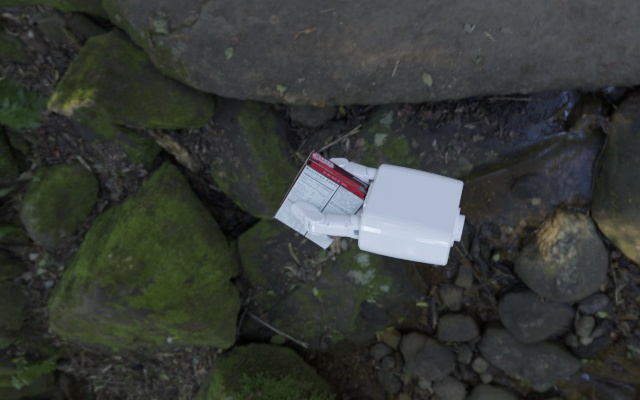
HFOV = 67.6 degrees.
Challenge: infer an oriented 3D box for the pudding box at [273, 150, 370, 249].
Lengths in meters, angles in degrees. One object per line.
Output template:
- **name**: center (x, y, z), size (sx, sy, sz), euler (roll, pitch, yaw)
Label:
- **pudding box**: center (0.000, 0.002, 0.628), size (0.090, 0.113, 0.039), euler (33, 38, -3)
